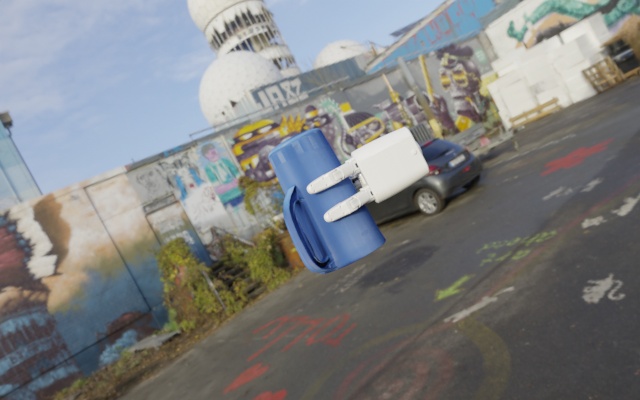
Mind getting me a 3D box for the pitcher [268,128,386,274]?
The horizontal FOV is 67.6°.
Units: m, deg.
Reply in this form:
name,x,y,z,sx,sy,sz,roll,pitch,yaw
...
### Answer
name,x,y,z,sx,sy,sz,roll,pitch,yaw
pitcher,0.000,0.003,0.849,0.145,0.243,0.149,-28,1,-1
